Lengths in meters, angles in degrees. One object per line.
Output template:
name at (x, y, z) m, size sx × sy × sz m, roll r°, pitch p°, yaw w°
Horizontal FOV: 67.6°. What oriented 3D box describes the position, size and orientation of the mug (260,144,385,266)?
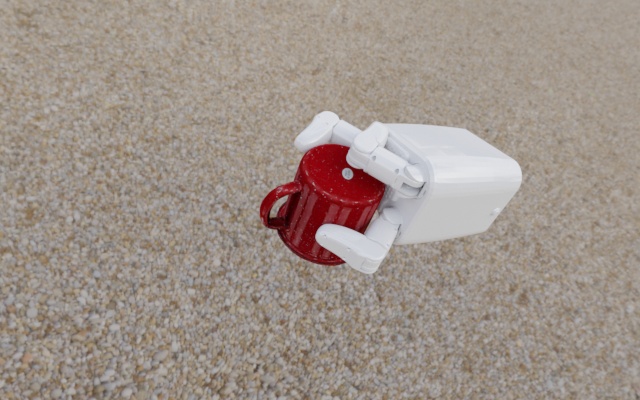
mug at (-0.001, 0.001, 0.448) m, size 0.117 × 0.093 × 0.082 m, roll -3°, pitch -42°, yaw -24°
